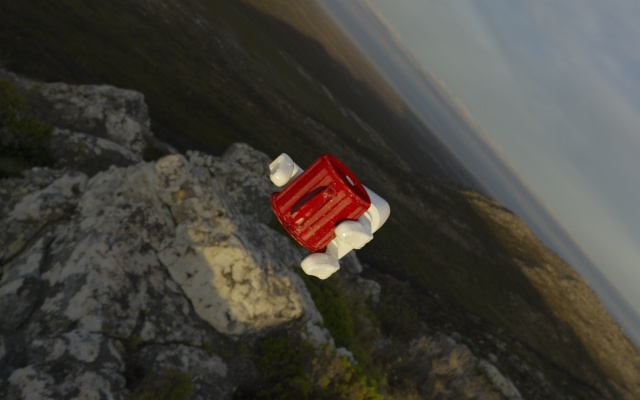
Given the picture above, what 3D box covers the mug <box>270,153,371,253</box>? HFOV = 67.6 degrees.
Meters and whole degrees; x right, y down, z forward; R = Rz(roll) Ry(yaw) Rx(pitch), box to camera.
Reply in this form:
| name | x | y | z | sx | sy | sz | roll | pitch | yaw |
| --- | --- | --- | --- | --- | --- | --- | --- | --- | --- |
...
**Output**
| name | x | y | z | sx | sy | sz | roll | pitch | yaw |
| --- | --- | --- | --- | --- | --- | --- | --- | --- | --- |
| mug | 0.000 | 0.002 | 0.536 | 0.081 | 0.093 | 0.117 | -41 | -7 | 16 |
